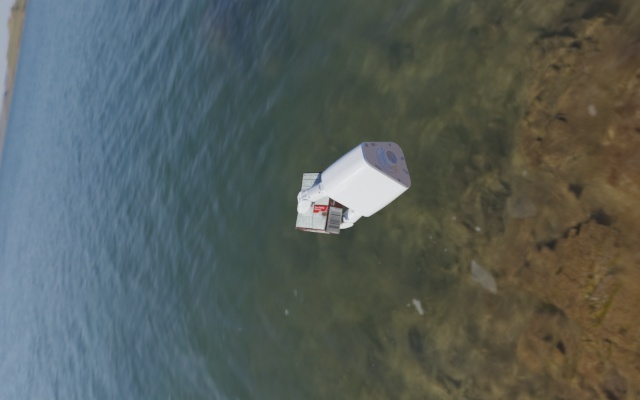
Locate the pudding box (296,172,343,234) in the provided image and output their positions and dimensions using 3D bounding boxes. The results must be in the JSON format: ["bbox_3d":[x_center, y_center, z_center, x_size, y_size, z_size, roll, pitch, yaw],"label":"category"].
[{"bbox_3d":[0.000,0.003,0.893,0.039,0.113,0.090,14,-8,-39],"label":"pudding box"}]
